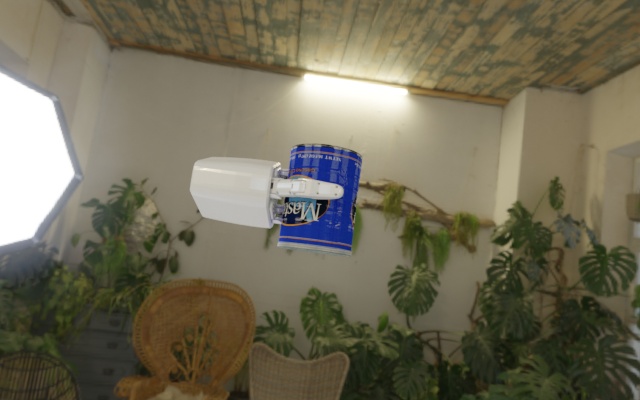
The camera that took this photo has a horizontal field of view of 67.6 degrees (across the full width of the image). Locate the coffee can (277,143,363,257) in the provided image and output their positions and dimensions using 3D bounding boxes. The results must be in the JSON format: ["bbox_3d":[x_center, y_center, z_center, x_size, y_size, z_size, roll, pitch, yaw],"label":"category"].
[{"bbox_3d":[0.000,0.002,0.666,0.103,0.140,0.103,7,-8,1],"label":"coffee can"}]
